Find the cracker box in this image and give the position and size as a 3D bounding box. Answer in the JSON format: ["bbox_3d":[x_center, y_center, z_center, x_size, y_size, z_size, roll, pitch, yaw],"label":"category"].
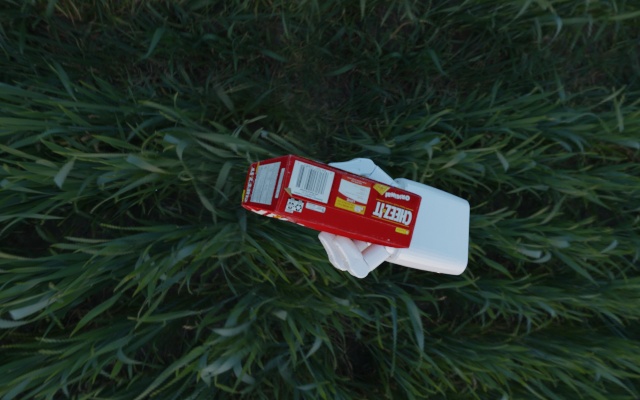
[{"bbox_3d":[0.000,0.002,0.608,0.164,0.072,0.213,16,-4,-19],"label":"cracker box"}]
